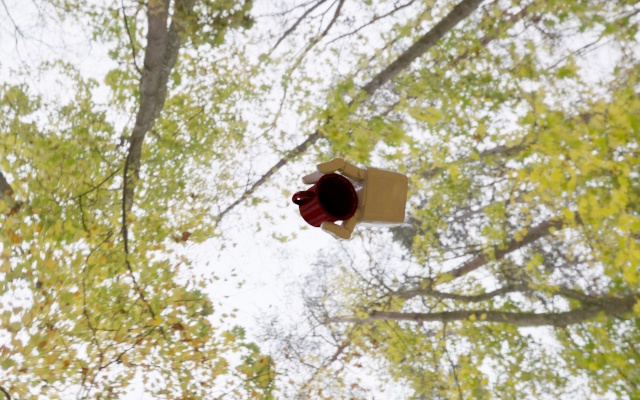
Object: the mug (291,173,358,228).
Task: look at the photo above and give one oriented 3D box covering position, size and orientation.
[{"bbox_3d":[-0.001,0.003,0.897,0.117,0.093,0.081,8,-21,-31],"label":"mug"}]
